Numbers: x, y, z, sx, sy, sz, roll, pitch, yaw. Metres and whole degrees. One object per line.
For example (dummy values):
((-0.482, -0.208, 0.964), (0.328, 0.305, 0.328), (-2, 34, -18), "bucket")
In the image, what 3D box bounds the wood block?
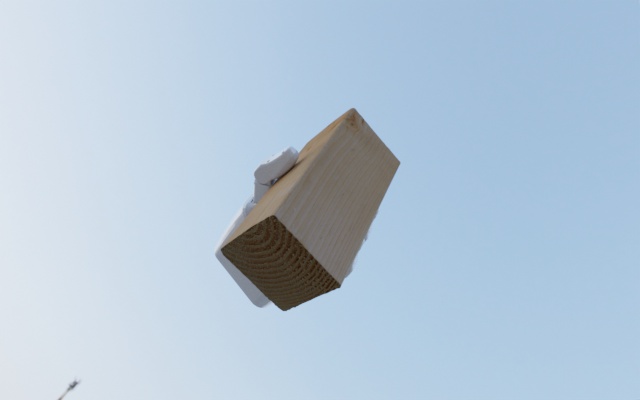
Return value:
((0.000, 0.002, 0.503), (0.090, 0.091, 0.206), (-32, 17, 40), "wood block")
